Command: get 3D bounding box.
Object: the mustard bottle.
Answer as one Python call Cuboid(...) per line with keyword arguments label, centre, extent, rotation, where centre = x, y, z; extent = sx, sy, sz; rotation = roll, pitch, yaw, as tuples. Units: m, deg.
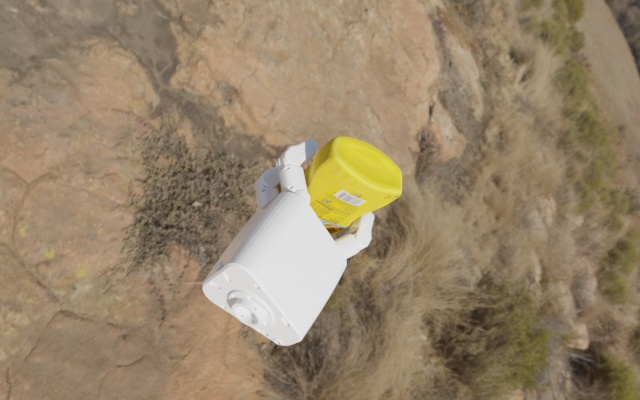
Cuboid(label="mustard bottle", centre=(0.000, 0.001, 0.565), extent=(0.096, 0.058, 0.192), rotation=(24, -37, -26))
